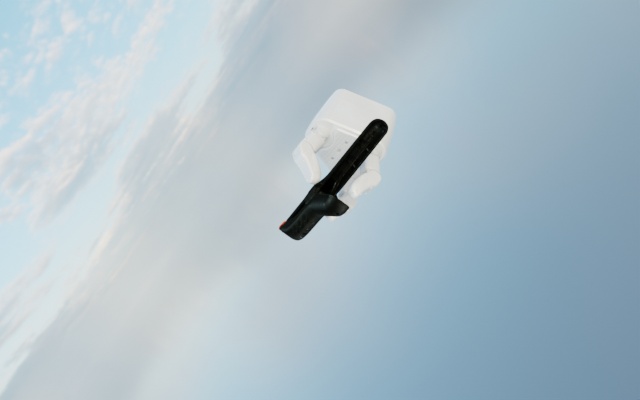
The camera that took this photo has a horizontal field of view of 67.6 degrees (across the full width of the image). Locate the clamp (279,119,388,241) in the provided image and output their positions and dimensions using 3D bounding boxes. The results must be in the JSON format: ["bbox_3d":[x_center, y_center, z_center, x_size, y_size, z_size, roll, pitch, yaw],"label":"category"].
[{"bbox_3d":[-0.001,0.002,0.606,0.210,0.036,0.164,-45,10,41],"label":"clamp"}]
